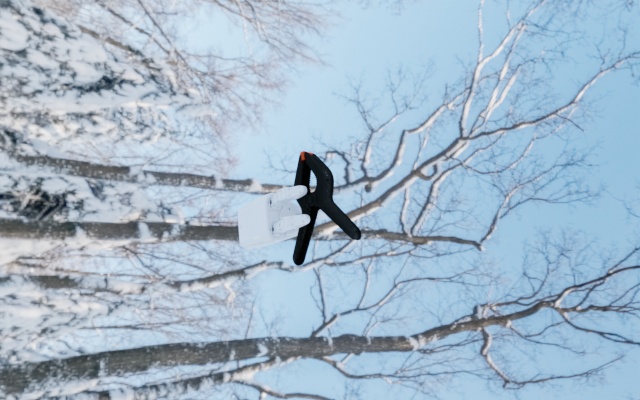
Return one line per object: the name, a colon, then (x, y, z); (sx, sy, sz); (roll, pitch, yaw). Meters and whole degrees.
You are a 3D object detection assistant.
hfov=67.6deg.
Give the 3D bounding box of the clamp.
clamp: (0.000, 0.002, 0.875); (0.164, 0.210, 0.036); (-19, -20, 41)
